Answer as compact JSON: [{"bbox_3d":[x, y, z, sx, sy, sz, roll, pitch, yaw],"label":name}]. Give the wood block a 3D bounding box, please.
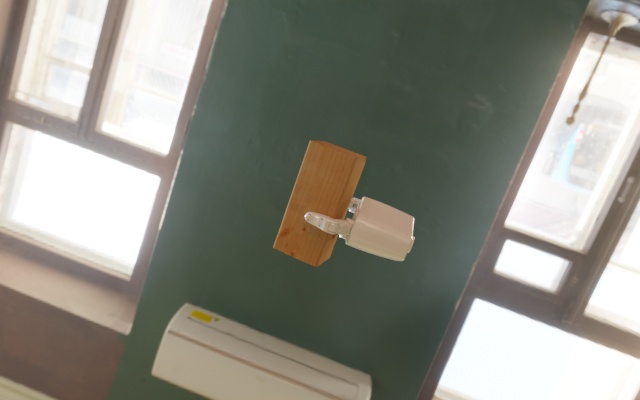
[{"bbox_3d":[0.000,0.003,0.870,0.090,0.206,0.091,23,12,14],"label":"wood block"}]
